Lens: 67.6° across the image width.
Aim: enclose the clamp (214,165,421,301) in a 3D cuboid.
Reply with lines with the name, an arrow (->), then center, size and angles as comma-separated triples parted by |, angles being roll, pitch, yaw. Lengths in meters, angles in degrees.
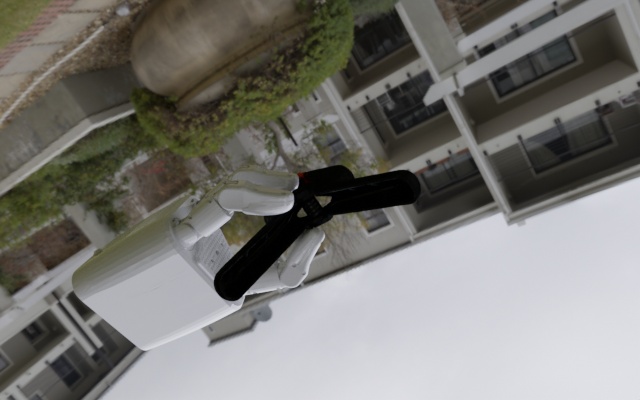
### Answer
clamp -> 0.000, 0.002, 0.422 | 0.164, 0.036, 0.210 | -26, 14, 10
